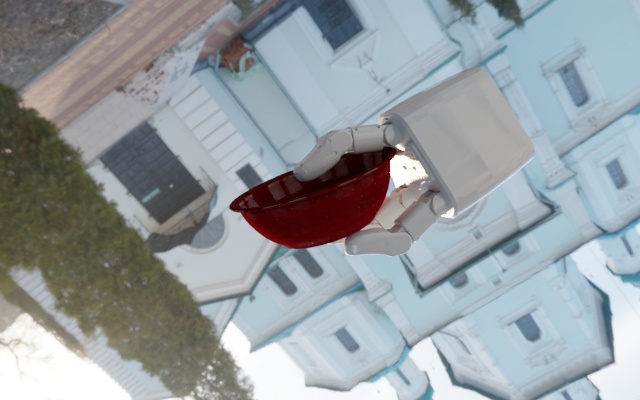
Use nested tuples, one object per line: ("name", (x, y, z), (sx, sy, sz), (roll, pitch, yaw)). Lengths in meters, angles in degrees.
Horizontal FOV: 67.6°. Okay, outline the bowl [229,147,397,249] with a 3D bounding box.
("bowl", (-0.001, 0.002, 0.446), (0.162, 0.055, 0.162), (-18, 12, 4))
